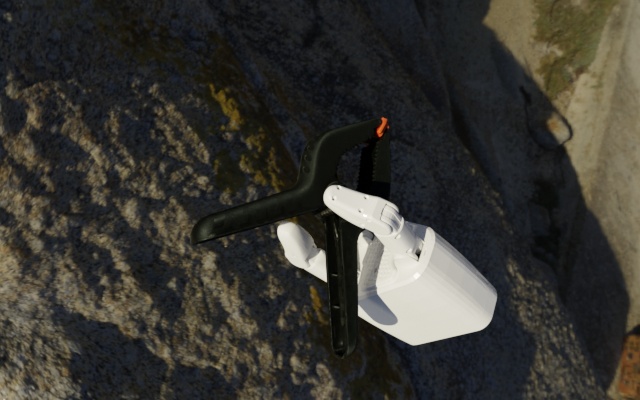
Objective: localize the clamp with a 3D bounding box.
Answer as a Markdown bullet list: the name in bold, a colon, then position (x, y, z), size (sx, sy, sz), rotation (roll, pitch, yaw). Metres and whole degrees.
- **clamp**: position (0.001, 0.001, 0.400), size (0.164, 0.210, 0.036), rotation (37, -29, -24)
